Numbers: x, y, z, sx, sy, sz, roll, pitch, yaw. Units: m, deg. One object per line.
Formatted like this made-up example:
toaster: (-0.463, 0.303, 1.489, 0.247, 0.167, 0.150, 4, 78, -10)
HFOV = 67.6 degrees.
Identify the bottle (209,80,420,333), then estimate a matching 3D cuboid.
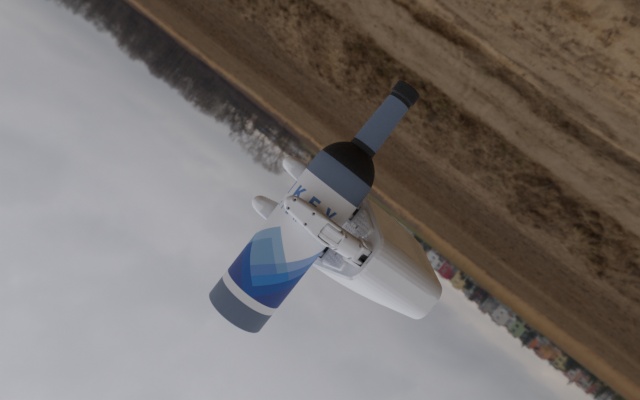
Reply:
bottle: (0.000, 0.002, 0.495, 0.069, 0.296, 0.069, 38, 3, -2)
